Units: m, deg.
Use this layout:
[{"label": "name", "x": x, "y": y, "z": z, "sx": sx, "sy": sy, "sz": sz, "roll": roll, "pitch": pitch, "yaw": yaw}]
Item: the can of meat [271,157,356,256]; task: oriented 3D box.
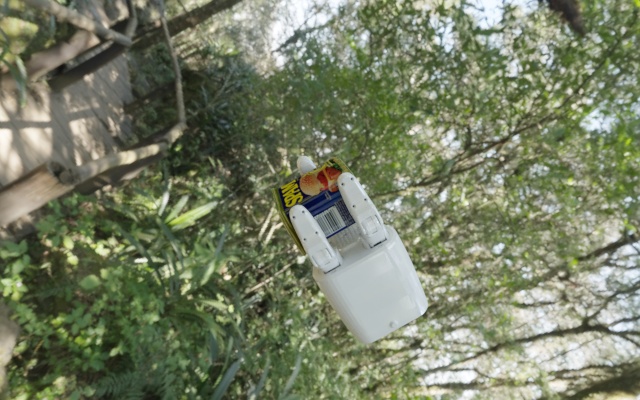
[{"label": "can of meat", "x": 0.000, "y": 0.001, "z": 0.510, "sx": 0.084, "sy": 0.057, "sz": 0.102, "roll": -29, "pitch": 22, "yaw": 1}]
